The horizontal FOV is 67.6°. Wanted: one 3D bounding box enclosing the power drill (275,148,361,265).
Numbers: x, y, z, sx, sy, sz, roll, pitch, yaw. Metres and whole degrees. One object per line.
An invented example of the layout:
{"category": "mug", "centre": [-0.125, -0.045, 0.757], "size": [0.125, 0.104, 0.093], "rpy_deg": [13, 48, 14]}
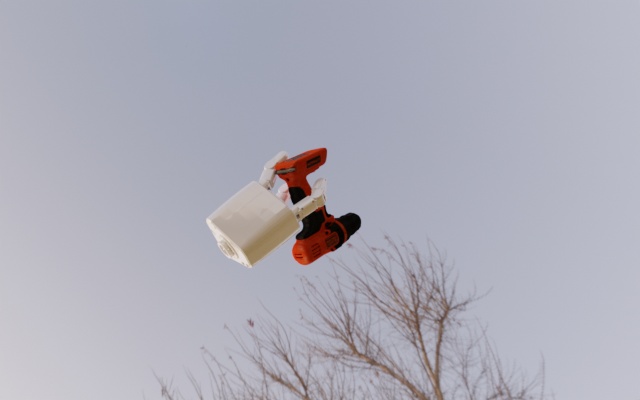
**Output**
{"category": "power drill", "centre": [0.000, 0.003, 0.872], "size": [0.057, 0.188, 0.184], "rpy_deg": [-9, 13, 40]}
